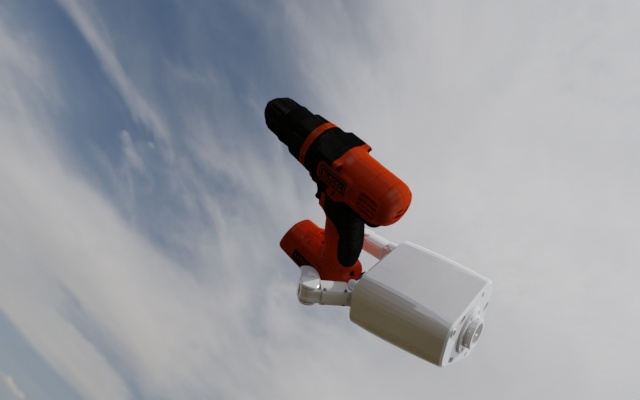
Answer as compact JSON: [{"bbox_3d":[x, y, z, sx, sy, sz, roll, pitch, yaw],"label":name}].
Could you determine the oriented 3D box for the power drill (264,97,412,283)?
[{"bbox_3d":[0.000,0.002,0.513,0.057,0.188,0.184,-30,59,-31],"label":"power drill"}]
